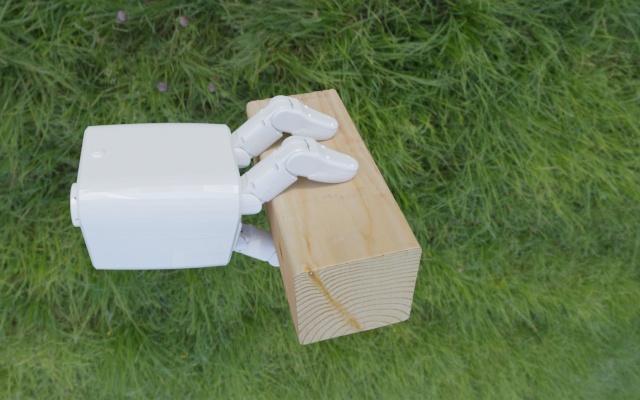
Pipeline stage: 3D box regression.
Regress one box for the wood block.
[{"bbox_3d":[0.000,0.002,0.408,0.090,0.091,0.206,-11,45,-10],"label":"wood block"}]
